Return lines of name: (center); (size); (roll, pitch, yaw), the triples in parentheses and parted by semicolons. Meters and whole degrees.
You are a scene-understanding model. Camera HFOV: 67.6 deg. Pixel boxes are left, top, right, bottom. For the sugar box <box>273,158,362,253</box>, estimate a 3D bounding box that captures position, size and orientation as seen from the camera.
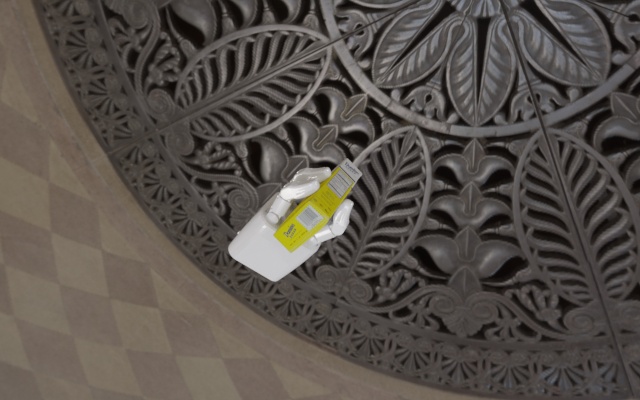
sugar box: (0.000, 0.002, 0.754); (0.093, 0.048, 0.176); (-42, 7, 32)
